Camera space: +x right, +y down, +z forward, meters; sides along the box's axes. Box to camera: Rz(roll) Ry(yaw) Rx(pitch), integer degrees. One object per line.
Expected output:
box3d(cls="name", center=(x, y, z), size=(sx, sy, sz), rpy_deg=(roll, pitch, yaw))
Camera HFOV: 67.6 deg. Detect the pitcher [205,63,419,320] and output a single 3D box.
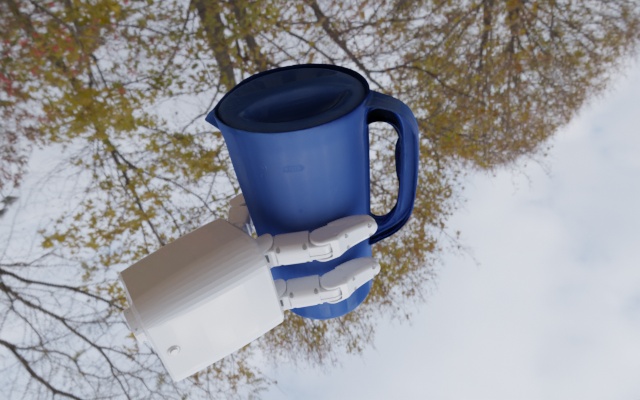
box3d(cls="pitcher", center=(0.000, 0.002, 0.466), size=(0.145, 0.243, 0.149), rpy_deg=(-27, 40, -22))
